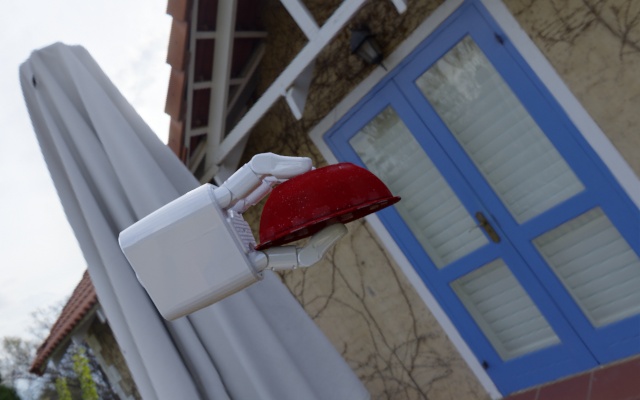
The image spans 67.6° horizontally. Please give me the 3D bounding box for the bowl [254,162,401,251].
[{"bbox_3d":[0.001,0.001,0.503,0.162,0.055,0.162,-19,-7,-2],"label":"bowl"}]
